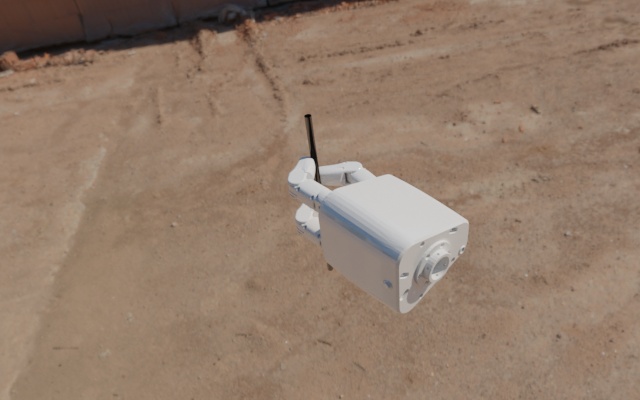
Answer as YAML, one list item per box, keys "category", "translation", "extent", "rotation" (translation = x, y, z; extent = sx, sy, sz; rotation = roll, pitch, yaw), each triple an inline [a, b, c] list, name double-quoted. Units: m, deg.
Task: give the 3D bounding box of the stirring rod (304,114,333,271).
- category: "stirring rod"
  translation: [0.000, 0.002, 0.588]
  extent: [0.011, 0.240, 0.011]
  rotation: [-5, 39, 4]
